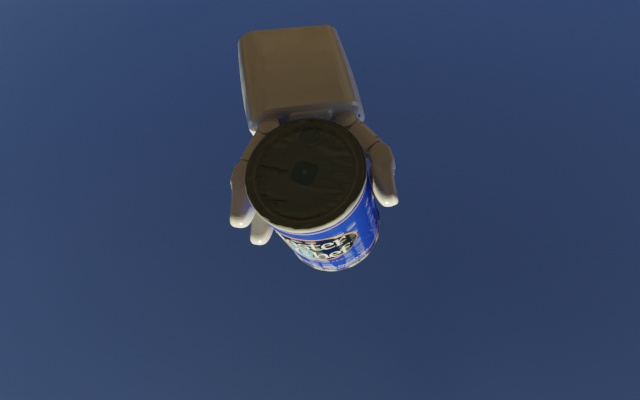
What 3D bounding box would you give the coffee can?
[{"bbox_3d":[0.000,0.002,0.454,0.103,0.102,0.140,0,-21,12],"label":"coffee can"}]
